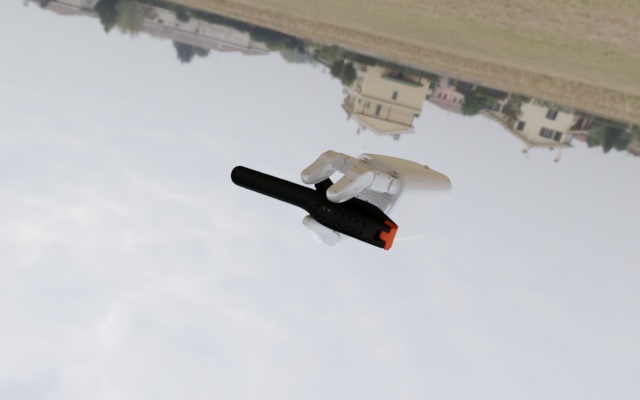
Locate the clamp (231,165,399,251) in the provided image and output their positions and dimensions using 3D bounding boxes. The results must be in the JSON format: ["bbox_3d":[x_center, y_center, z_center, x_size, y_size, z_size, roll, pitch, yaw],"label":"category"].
[{"bbox_3d":[0.000,0.003,0.578,0.164,0.036,0.210,2,21,-41],"label":"clamp"}]
